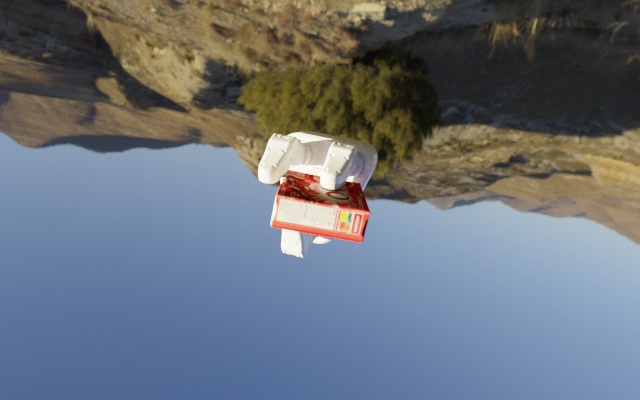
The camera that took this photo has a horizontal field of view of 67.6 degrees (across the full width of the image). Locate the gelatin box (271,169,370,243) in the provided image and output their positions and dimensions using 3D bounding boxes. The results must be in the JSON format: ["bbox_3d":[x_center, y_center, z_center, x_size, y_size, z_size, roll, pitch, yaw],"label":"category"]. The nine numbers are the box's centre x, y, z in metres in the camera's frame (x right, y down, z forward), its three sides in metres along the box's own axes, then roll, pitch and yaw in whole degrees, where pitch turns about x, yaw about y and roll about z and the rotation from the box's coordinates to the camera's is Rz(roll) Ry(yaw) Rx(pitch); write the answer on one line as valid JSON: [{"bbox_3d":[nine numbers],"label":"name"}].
[{"bbox_3d":[0.000,0.002,0.403,0.073,0.030,0.089,11,17,-3],"label":"gelatin box"}]
